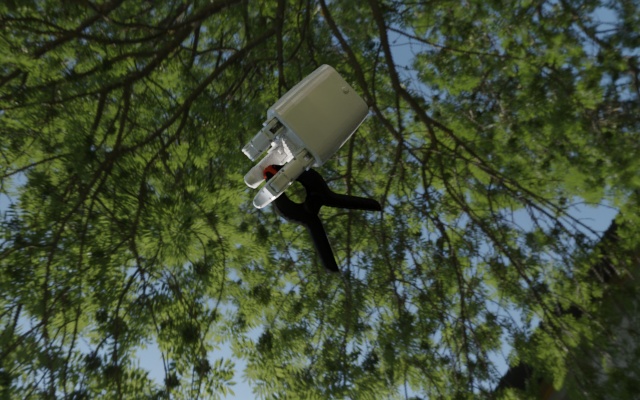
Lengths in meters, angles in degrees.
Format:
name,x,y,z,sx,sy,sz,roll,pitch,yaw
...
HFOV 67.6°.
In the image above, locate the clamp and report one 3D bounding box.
name,x,y,z,sx,sy,sz,roll,pitch,yaw
clamp,0.000,0.002,0.657,0.120,0.171,0.039,-46,9,-19
